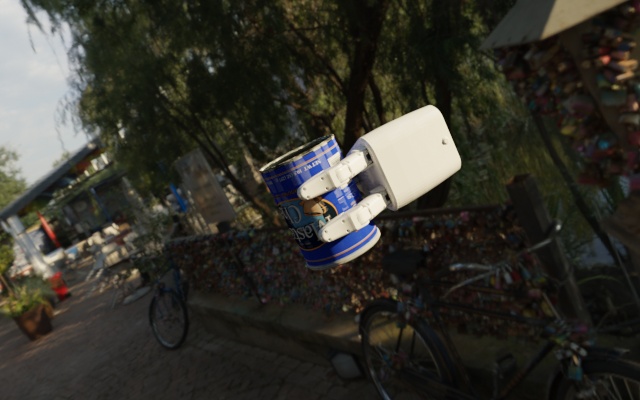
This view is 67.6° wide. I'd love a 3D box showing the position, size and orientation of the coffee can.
[{"bbox_3d":[0.000,0.002,0.602,0.103,0.140,0.102,-25,11,5],"label":"coffee can"}]
